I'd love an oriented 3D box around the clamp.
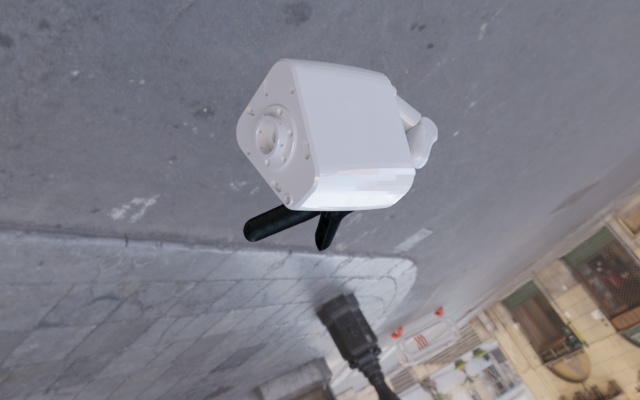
[{"bbox_3d":[0.000,0.002,0.495,0.120,0.039,0.171,0,-37,-40],"label":"clamp"}]
